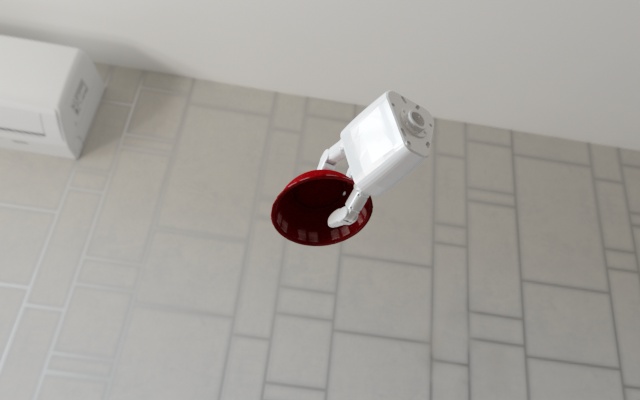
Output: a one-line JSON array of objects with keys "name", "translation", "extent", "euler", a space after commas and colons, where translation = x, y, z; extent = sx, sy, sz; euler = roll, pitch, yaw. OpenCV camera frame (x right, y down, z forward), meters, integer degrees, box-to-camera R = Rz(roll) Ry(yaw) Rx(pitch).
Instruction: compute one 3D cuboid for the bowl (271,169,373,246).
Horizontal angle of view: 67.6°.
[{"name": "bowl", "translation": [-0.001, 0.003, 0.769], "extent": [0.162, 0.162, 0.055], "euler": [-5, 45, -5]}]
